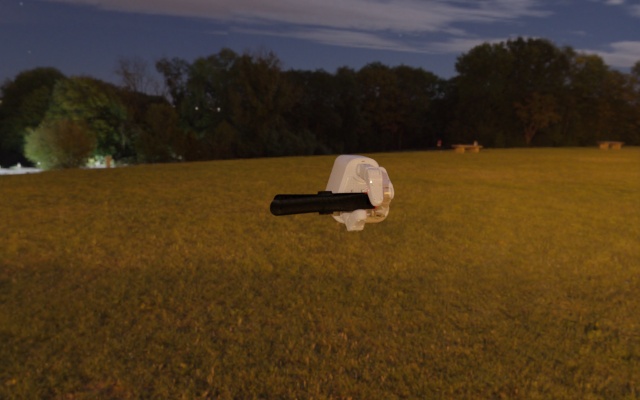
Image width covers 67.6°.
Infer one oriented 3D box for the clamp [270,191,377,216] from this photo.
[{"bbox_3d":[0.000,0.002,0.758,0.171,0.039,0.120,-1,11,-12],"label":"clamp"}]
